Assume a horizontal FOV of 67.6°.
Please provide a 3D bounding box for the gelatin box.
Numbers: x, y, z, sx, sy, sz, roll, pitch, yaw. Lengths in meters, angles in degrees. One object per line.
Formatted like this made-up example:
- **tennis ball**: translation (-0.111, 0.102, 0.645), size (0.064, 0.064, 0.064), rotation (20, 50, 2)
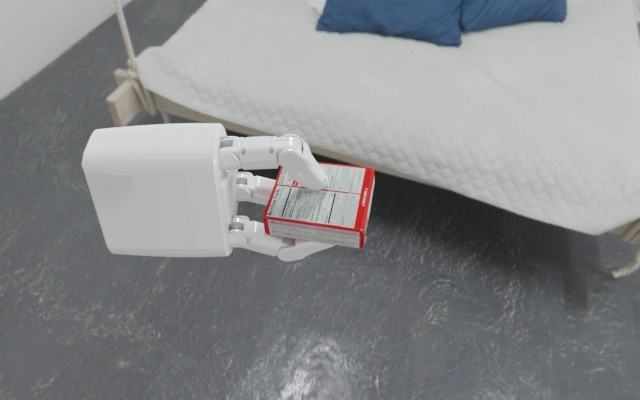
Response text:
- **gelatin box**: translation (0.000, 0.001, 0.429), size (0.089, 0.073, 0.030), rotation (7, -39, 10)
